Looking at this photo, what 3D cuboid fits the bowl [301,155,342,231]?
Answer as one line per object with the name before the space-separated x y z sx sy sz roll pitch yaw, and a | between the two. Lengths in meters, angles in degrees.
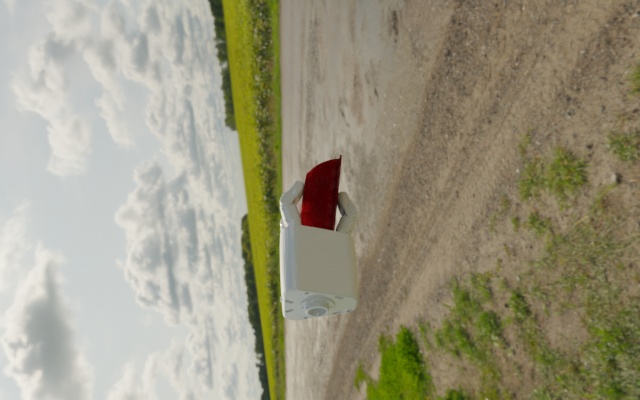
bowl | 0.000 0.002 0.783 0.055 0.162 0.162 6 0 2
